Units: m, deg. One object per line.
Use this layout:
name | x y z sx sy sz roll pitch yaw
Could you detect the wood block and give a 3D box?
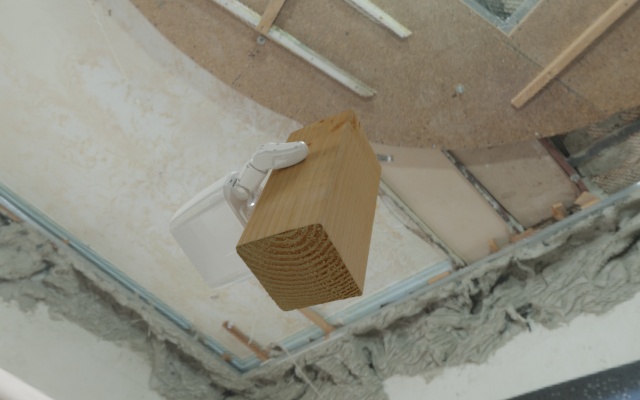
wood block | 0.000 0.001 0.501 0.090 0.091 0.206 -17 32 24
